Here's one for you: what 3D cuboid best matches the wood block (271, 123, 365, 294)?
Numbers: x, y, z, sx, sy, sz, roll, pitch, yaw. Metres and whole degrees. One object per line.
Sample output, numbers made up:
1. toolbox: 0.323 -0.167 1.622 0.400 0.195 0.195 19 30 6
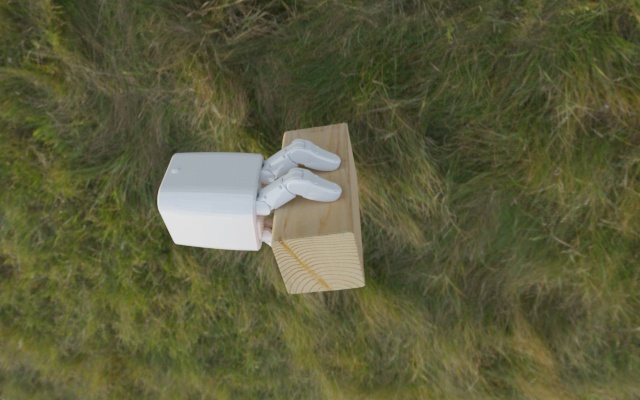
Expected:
1. wood block: 0.000 0.002 0.588 0.090 0.091 0.206 -7 41 7
